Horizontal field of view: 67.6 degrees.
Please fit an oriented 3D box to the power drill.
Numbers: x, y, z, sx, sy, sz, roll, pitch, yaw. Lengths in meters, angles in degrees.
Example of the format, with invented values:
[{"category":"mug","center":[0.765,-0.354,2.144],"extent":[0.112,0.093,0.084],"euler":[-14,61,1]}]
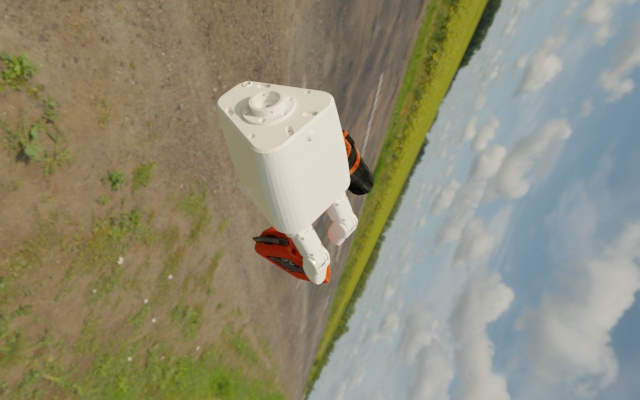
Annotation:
[{"category":"power drill","center":[0.000,0.002,0.593],"extent":[0.057,0.187,0.184],"euler":[0,-26,36]}]
